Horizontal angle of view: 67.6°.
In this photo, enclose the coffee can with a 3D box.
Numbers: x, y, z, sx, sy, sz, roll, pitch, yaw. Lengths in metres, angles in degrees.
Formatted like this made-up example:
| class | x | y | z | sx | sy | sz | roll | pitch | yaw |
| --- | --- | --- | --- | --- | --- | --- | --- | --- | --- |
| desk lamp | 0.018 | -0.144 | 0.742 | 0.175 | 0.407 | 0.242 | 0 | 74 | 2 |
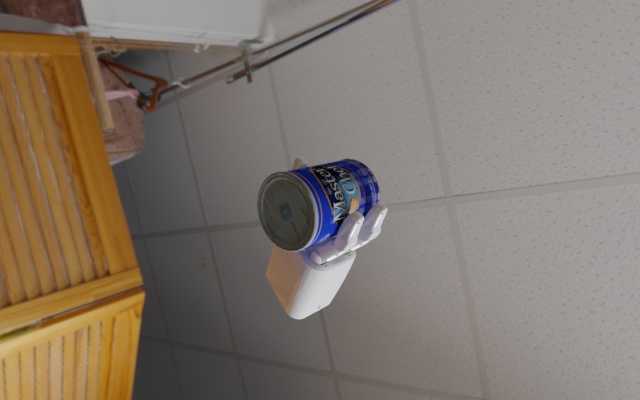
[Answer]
| class | x | y | z | sx | sy | sz | roll | pitch | yaw |
| --- | --- | --- | --- | --- | --- | --- | --- | --- | --- |
| coffee can | 0.000 | 0.002 | 0.650 | 0.103 | 0.103 | 0.140 | 0 | 11 | 41 |
